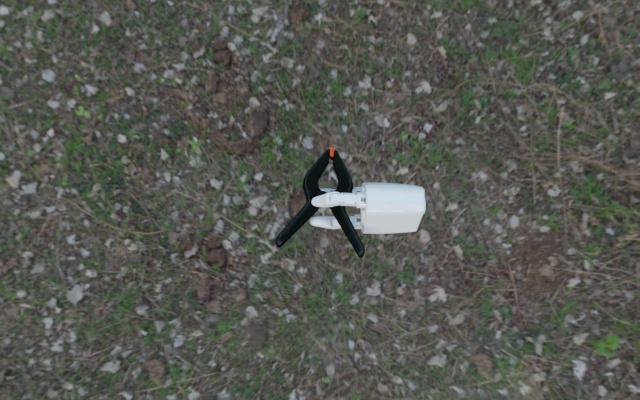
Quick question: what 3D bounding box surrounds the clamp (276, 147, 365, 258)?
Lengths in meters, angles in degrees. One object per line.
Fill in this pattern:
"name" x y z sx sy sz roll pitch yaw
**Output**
"clamp" 0.000 0.002 0.898 0.164 0.210 0.036 1 -13 -1
